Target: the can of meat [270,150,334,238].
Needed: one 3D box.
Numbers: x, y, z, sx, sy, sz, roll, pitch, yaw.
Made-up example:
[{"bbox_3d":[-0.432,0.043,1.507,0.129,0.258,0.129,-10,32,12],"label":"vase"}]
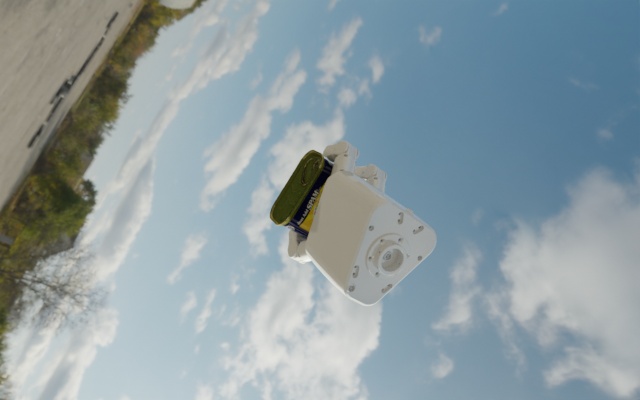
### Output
[{"bbox_3d":[0.000,0.002,0.600,0.084,0.102,0.057,31,1,-28],"label":"can of meat"}]
